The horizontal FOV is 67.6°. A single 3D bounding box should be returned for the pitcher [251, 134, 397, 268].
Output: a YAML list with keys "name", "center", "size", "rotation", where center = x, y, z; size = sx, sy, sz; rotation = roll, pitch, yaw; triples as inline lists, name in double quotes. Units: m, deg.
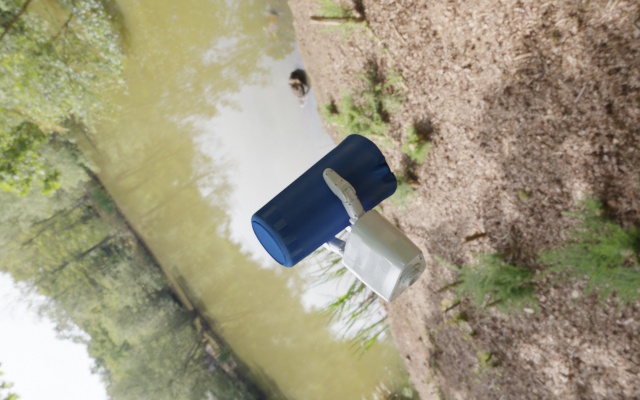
- name: "pitcher"
  center: [0.000, 0.003, 0.825]
  size: [0.242, 0.145, 0.149]
  rotation: [-37, -28, -22]
